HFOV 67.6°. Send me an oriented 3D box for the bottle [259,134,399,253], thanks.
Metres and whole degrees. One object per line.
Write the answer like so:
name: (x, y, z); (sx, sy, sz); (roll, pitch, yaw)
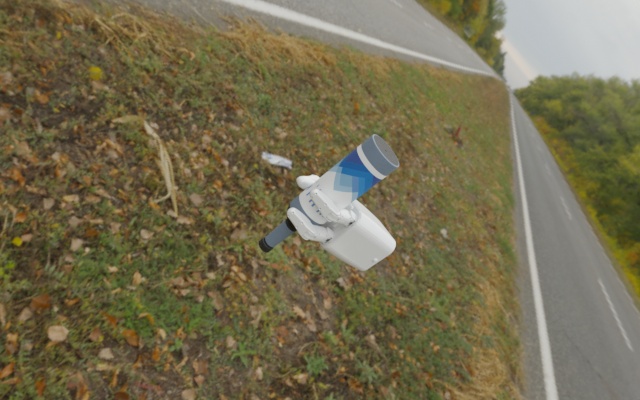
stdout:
bottle: (0.000, 0.002, 0.826); (0.296, 0.069, 0.069); (-38, -18, 24)
